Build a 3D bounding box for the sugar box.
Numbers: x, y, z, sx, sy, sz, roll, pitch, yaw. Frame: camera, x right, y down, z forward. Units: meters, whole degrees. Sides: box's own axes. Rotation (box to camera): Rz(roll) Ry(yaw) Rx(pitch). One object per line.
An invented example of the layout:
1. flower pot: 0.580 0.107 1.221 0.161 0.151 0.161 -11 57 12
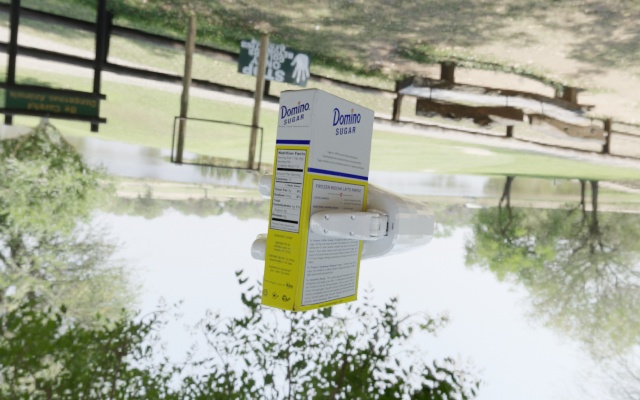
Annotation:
1. sugar box: 0.000 0.001 0.412 0.048 0.176 0.093 3 -1 36
